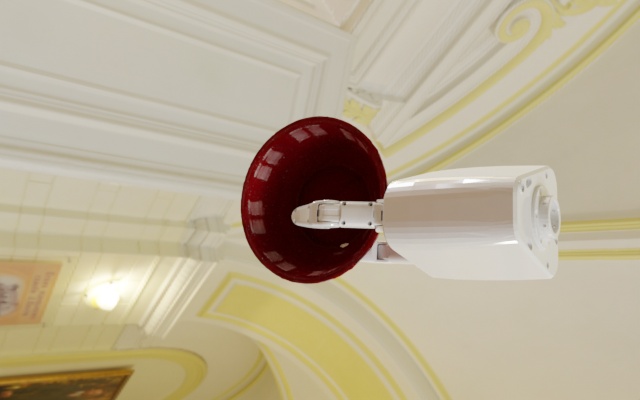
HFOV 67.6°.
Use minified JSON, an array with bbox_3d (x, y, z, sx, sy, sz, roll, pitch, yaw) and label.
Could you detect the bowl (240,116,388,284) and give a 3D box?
[{"bbox_3d":[-0.001,0.001,0.478,0.162,0.162,0.055,0,-8,28],"label":"bowl"}]
